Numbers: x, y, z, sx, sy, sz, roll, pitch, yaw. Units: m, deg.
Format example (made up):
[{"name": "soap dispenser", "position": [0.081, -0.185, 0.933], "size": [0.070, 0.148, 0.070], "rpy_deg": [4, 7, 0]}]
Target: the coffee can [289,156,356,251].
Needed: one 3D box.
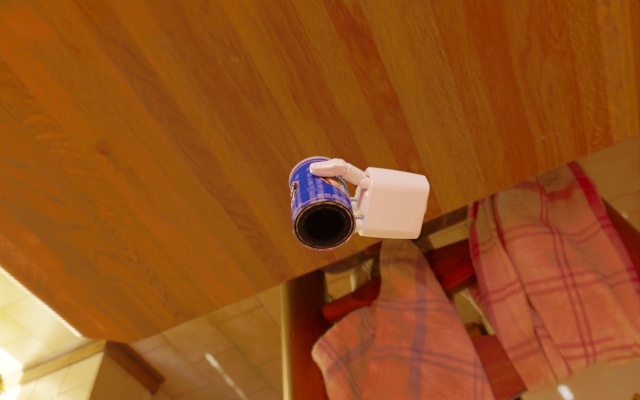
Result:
[{"name": "coffee can", "position": [0.000, 0.003, 0.818], "size": [0.103, 0.103, 0.140], "rpy_deg": [0, 34, -6]}]
